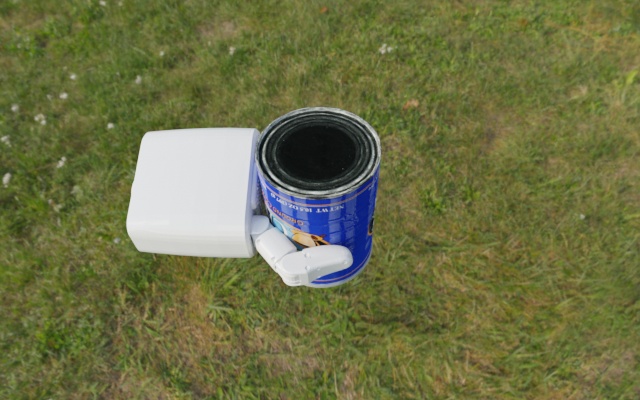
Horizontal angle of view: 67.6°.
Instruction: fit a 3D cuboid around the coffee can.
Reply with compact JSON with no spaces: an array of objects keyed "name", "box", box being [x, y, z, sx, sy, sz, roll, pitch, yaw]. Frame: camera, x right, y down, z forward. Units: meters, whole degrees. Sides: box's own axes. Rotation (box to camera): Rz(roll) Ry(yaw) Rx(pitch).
[{"name":"coffee can","box":[0.000,0.002,0.438,0.103,0.102,0.140,0,-38,2]}]
